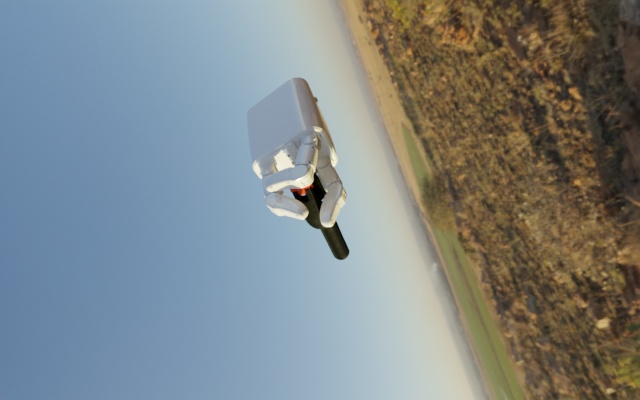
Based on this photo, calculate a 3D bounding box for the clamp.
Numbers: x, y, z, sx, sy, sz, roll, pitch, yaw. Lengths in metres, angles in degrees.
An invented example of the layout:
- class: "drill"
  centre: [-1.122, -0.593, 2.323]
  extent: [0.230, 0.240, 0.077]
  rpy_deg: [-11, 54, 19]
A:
- class: "clamp"
  centre: [-0.001, 0.002, 0.683]
  extent: [0.039, 0.120, 0.172]
  rpy_deg: [-20, -35, 8]
